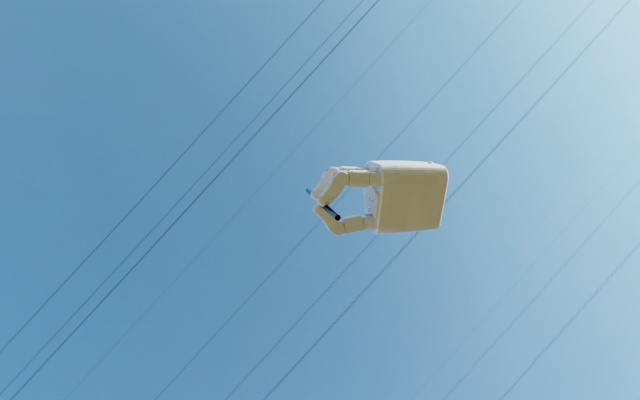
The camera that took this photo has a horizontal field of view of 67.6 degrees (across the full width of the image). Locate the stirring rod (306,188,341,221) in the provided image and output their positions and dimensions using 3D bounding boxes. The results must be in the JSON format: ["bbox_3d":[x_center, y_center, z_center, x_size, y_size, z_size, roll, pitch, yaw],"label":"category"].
[{"bbox_3d":[0.000,0.002,0.733,0.011,0.011,0.239,0,10,-11],"label":"stirring rod"}]
